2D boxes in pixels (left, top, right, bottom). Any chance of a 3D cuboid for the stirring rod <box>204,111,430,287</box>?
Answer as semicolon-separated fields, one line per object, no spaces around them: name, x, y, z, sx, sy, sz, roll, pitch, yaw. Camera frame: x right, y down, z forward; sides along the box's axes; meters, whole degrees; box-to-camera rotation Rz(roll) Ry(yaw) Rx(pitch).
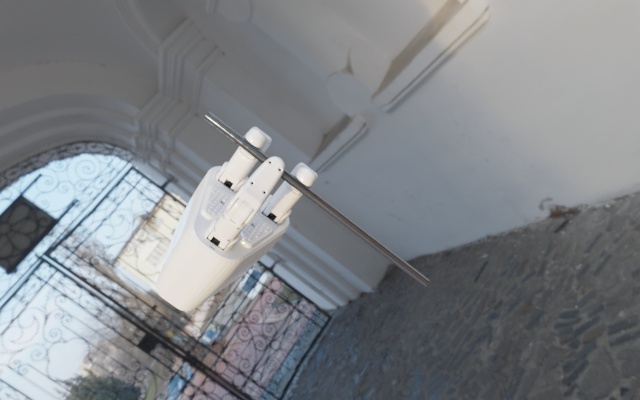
stirring rod;0.000;0.001;0.413;0.239;0.011;0.011;37;-5;-7
